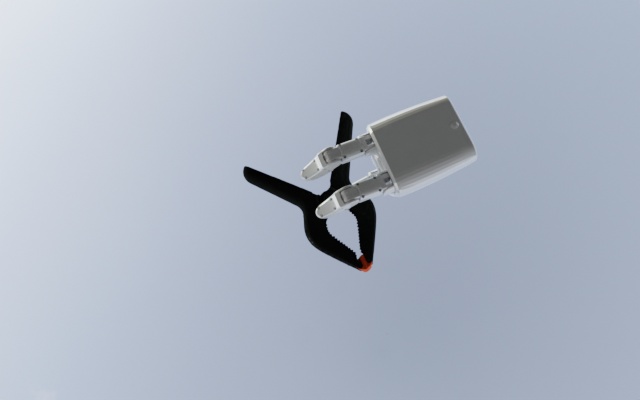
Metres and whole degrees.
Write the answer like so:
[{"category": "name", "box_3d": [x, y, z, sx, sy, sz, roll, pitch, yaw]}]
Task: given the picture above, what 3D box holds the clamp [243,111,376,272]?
[{"category": "clamp", "box_3d": [0.001, 0.003, 0.621, 0.164, 0.210, 0.036, -23, -17, 3]}]
